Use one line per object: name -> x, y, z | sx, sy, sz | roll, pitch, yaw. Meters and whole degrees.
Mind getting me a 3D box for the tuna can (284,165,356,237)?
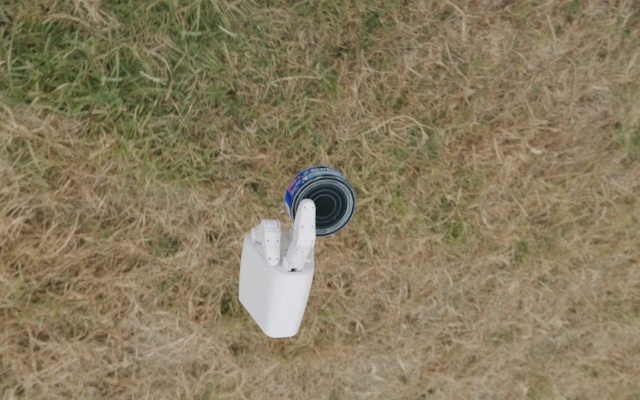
tuna can -> 0.000, 0.002, 0.595 | 0.086, 0.086, 0.033 | 0, 24, -17
